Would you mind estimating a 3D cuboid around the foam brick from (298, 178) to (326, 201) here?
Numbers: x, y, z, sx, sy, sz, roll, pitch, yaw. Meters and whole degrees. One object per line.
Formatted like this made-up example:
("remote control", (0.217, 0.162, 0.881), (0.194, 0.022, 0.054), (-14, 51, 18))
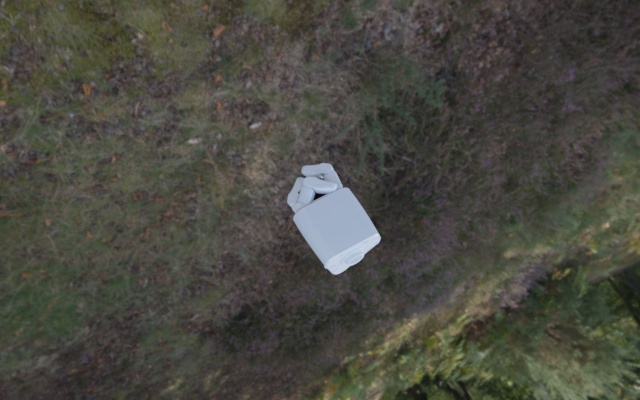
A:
("foam brick", (0.000, 0.003, 0.894), (0.053, 0.051, 0.078), (-35, -25, 0))
